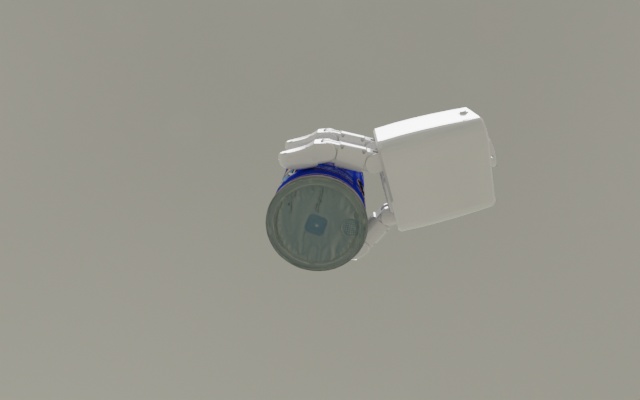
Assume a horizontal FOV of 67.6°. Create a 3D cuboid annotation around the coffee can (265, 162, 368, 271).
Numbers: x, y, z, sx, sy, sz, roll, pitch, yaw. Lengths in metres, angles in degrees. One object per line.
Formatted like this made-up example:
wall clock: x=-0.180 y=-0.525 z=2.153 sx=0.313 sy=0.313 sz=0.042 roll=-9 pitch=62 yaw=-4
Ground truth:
coffee can: x=0.000 y=0.002 z=0.539 sx=0.103 sy=0.103 sz=0.140 roll=0 pitch=20 yaw=4
